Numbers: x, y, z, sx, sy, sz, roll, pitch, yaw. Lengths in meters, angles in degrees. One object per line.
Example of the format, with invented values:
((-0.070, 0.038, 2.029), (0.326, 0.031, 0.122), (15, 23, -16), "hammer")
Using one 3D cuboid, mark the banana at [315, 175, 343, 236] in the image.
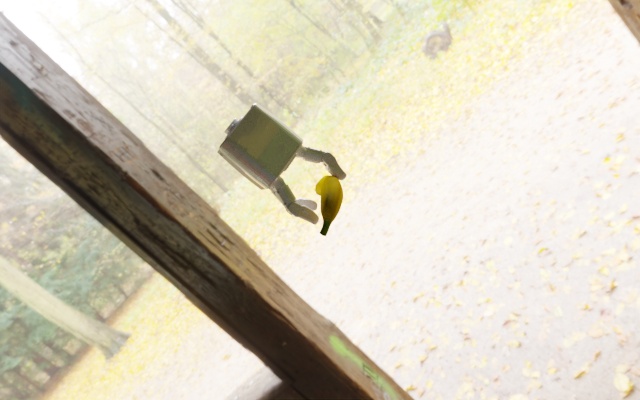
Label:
((0.011, -0.010, 0.829), (0.037, 0.070, 0.197), (33, 17, -12), "banana")
